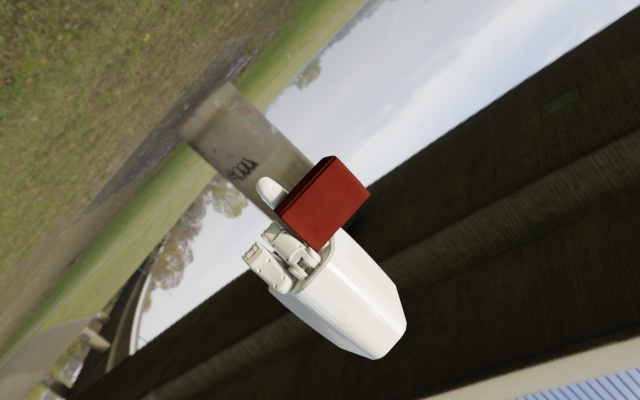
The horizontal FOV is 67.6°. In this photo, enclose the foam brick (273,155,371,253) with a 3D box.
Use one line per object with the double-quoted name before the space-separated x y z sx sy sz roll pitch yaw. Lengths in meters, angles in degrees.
"foam brick" 0.000 0.001 0.463 0.051 0.078 0.053 44 -4 -11
